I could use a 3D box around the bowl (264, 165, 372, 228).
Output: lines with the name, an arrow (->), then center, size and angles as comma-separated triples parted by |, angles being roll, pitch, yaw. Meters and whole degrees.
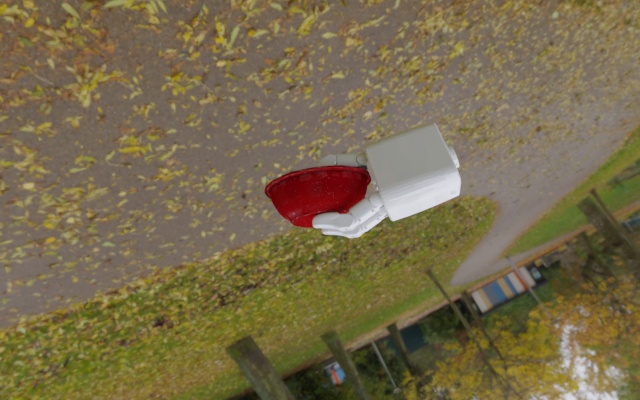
bowl -> -0.001, 0.003, 0.704 | 0.162, 0.055, 0.162 | -7, -16, -2
